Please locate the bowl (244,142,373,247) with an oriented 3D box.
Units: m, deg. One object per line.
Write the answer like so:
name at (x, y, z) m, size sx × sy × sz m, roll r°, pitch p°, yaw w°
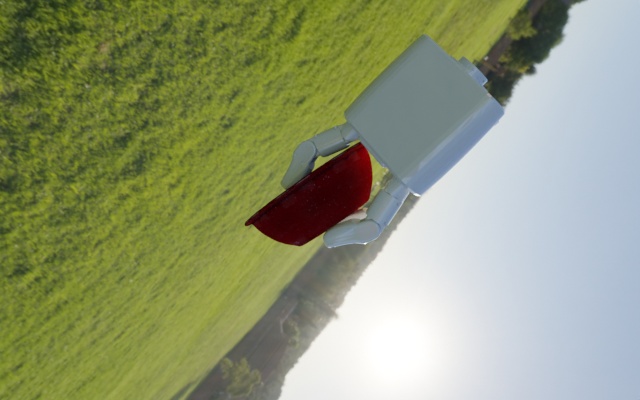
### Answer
bowl at (-0.001, 0.003, 0.514) m, size 0.162 × 0.055 × 0.162 m, roll -34°, pitch 0°, yaw 0°
